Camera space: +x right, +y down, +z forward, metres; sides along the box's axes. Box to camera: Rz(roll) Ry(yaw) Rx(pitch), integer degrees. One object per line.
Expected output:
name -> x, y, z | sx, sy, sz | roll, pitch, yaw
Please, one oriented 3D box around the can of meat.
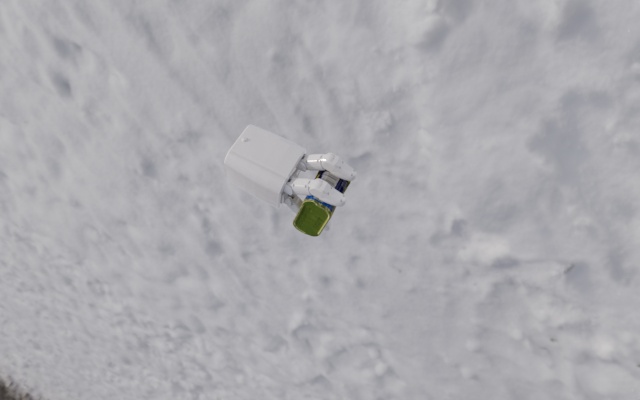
can of meat -> 0.000, 0.003, 0.802 | 0.057, 0.084, 0.102 | 29, -36, 0
